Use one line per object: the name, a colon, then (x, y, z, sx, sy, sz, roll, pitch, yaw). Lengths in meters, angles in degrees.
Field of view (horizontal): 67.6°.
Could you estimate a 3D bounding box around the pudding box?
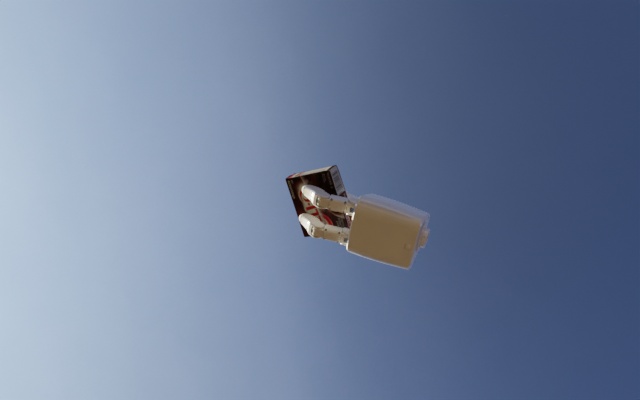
pudding box: (0.000, 0.003, 0.815, 0.090, 0.113, 0.039, -10, 13, 30)
